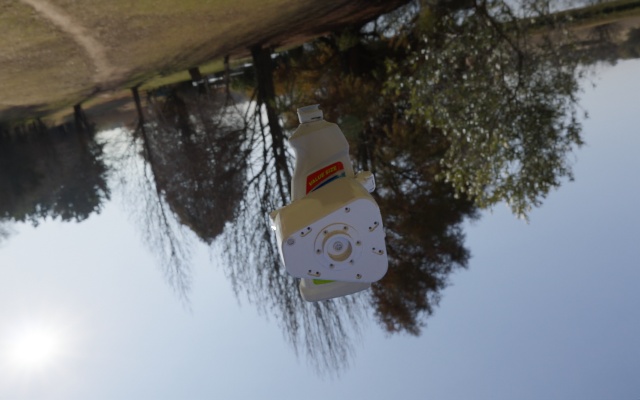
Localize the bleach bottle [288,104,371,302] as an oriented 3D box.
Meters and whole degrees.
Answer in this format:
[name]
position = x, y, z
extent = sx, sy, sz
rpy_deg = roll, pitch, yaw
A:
[bleach bottle]
position = 0.000, 0.002, 0.632
extent = 0.102, 0.251, 0.068
rpy_deg = -12, 13, -4
